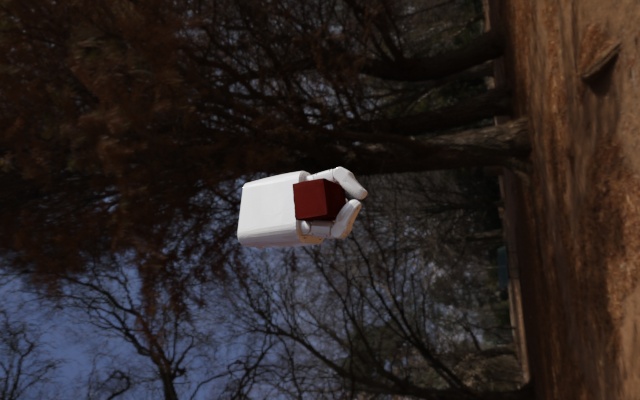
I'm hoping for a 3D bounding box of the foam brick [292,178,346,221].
[{"bbox_3d":[0.000,0.002,0.683,0.051,0.053,0.078,-8,-10,23],"label":"foam brick"}]
